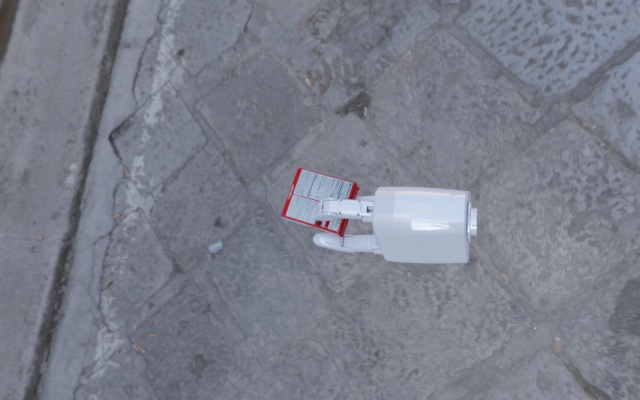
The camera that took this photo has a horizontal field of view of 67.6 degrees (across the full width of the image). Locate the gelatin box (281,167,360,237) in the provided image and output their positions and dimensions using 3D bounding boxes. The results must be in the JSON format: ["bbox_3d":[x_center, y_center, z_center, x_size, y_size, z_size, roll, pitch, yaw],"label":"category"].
[{"bbox_3d":[0.000,0.002,0.648,0.089,0.073,0.030,16,-9,18],"label":"gelatin box"}]
